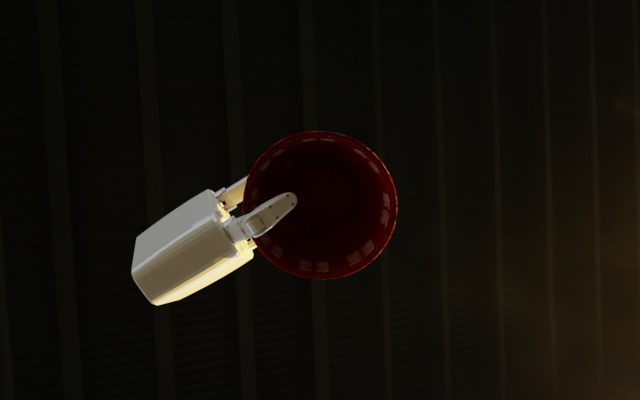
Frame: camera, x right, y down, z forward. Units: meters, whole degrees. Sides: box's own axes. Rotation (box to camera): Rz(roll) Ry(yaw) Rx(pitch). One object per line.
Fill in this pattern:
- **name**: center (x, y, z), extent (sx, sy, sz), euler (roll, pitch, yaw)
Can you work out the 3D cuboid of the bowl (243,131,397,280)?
- **bowl**: center (0.001, 0.001, 0.522), extent (0.162, 0.162, 0.055), euler (0, 16, 4)
